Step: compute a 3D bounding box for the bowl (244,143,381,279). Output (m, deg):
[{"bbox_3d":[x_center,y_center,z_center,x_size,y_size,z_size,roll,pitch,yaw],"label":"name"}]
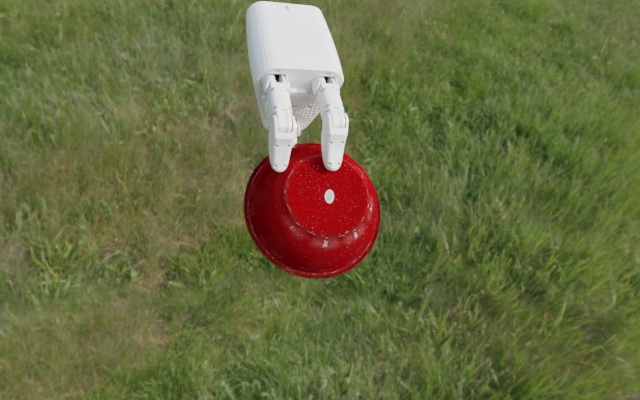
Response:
[{"bbox_3d":[0.001,0.003,0.520,0.162,0.162,0.055,0,-16,-17],"label":"bowl"}]
